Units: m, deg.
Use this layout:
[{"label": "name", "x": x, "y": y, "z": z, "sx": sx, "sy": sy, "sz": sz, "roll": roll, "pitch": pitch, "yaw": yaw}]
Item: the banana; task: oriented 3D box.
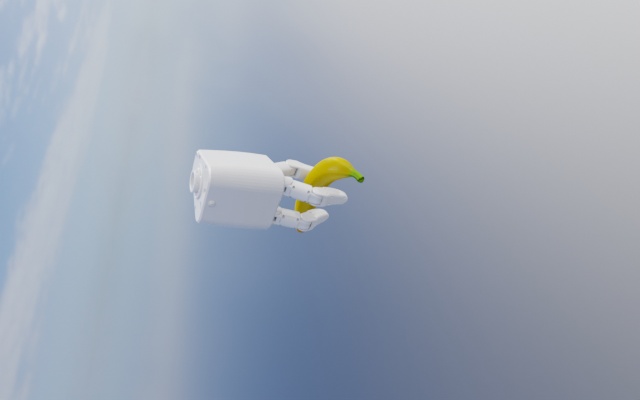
[{"label": "banana", "x": -0.003, "y": -0.016, "z": 0.759, "sx": 0.037, "sy": 0.069, "sz": 0.198, "roll": -1, "pitch": -26, "yaw": -31}]
